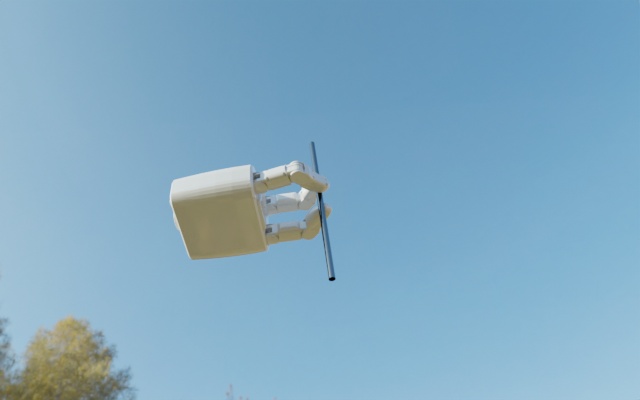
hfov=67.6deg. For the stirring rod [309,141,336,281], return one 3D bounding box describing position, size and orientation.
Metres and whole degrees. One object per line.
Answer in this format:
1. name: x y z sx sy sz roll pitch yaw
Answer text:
1. stirring rod: 0.000 0.002 0.611 0.011 0.239 0.011 -4 -45 -4
